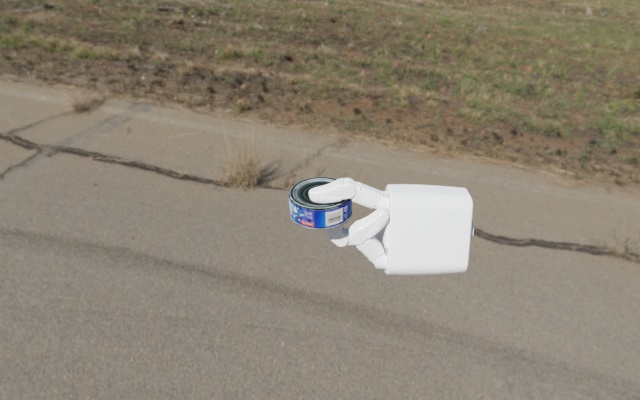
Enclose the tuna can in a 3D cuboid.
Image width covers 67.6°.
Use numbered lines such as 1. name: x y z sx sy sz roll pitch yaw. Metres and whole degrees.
1. tuna can: 0.000 0.002 0.644 0.086 0.034 0.086 -1 32 1
